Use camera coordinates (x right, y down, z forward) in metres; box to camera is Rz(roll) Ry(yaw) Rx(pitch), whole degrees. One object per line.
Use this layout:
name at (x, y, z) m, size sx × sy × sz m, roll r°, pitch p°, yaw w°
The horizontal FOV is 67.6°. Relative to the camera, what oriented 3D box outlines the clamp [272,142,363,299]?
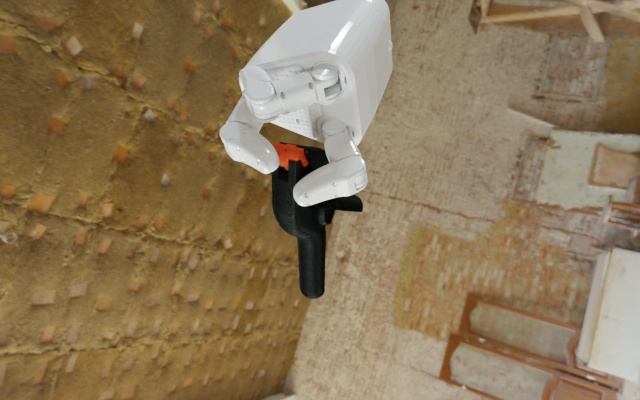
clamp at (-0.001, 0.001, 0.442) m, size 0.039 × 0.120 × 0.172 m, roll 11°, pitch -39°, yaw 21°
